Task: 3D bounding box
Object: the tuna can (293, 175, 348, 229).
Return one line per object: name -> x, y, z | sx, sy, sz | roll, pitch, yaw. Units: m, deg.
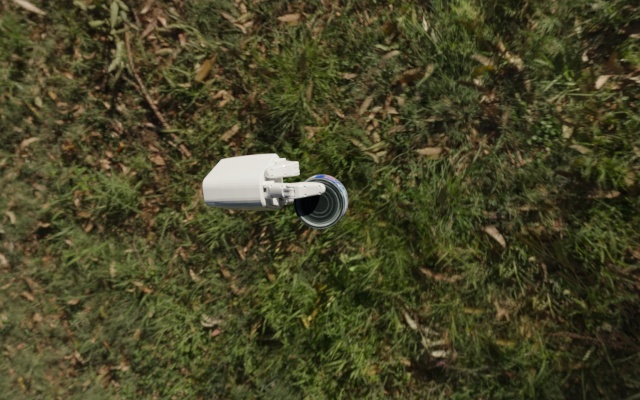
tuna can -> 0.000, 0.003, 0.770 | 0.086, 0.086, 0.033 | 0, 10, 11
